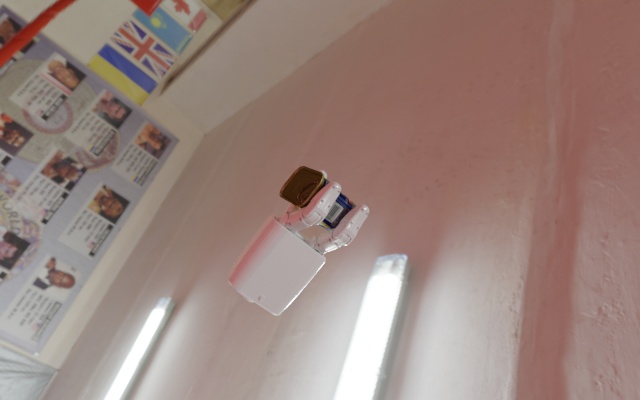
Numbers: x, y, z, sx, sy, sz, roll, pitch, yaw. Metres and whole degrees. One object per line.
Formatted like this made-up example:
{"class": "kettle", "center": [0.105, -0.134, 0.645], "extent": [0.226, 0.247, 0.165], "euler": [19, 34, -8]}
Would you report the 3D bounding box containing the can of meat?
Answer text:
{"class": "can of meat", "center": [0.000, 0.002, 0.683], "extent": [0.084, 0.057, 0.102], "euler": [40, -6, -25]}
